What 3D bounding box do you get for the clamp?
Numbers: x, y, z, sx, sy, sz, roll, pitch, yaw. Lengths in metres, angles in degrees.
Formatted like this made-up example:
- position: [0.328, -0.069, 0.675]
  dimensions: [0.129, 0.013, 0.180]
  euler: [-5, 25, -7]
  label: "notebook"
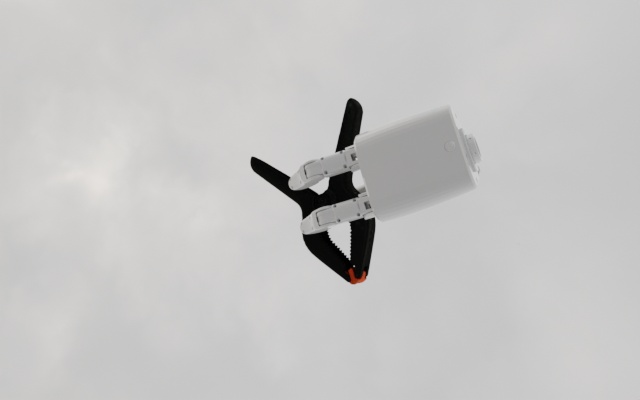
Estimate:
- position: [0.001, 0.002, 0.576]
  dimensions: [0.164, 0.210, 0.036]
  euler: [-20, -12, 26]
  label: "clamp"
